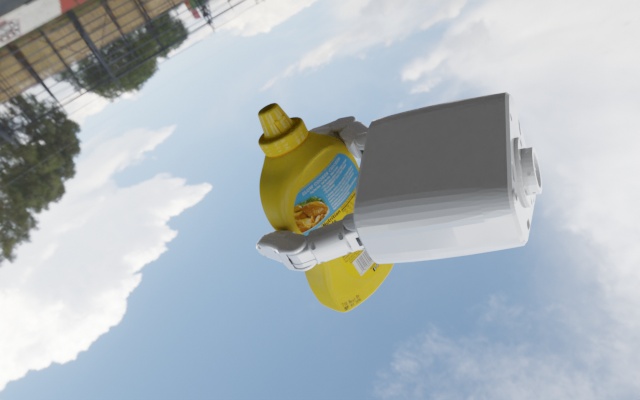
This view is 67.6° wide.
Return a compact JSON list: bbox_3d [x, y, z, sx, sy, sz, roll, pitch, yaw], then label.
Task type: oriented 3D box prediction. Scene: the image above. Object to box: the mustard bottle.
[{"bbox_3d":[0.000,0.002,0.418,0.058,0.192,0.096,10,48,49],"label":"mustard bottle"}]
